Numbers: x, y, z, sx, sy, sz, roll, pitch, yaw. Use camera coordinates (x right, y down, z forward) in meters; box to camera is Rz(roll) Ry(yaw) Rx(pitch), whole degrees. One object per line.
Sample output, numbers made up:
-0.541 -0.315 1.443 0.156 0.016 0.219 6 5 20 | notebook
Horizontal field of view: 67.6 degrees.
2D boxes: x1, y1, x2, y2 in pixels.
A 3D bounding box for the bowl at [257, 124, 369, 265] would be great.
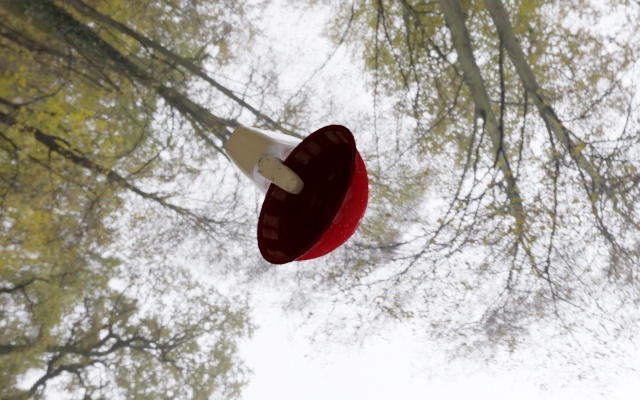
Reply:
0.001 0.003 0.508 0.055 0.162 0.162 30 -16 -29 | bowl
